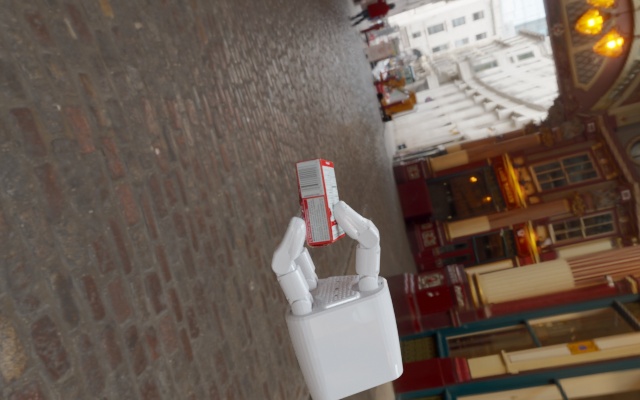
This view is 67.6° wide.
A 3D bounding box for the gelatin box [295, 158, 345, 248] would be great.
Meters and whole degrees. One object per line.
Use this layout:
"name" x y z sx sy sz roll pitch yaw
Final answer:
"gelatin box" 0.000 0.001 0.513 0.030 0.089 0.073 -9 0 12
